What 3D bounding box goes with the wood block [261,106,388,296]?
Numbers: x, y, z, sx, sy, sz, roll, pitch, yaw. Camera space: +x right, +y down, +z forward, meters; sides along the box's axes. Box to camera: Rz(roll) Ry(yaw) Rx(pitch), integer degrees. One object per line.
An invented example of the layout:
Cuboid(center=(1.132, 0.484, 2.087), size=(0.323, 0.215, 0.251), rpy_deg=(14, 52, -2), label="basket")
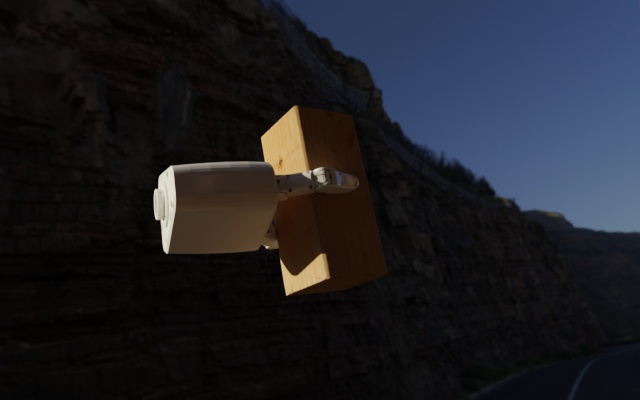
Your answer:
Cuboid(center=(0.000, 0.002, 0.581), size=(0.090, 0.206, 0.091), rpy_deg=(2, -22, -36), label="wood block")
